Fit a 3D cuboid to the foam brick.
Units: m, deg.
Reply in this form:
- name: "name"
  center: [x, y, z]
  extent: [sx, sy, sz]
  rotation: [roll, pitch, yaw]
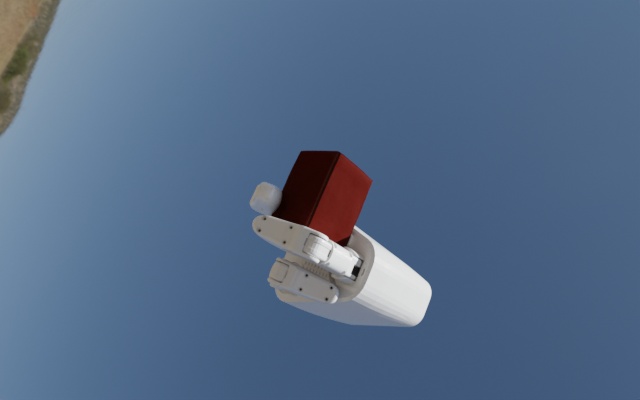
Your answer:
- name: "foam brick"
  center: [0.000, 0.001, 0.421]
  extent: [0.051, 0.078, 0.053]
  rotation: [32, -14, -39]
